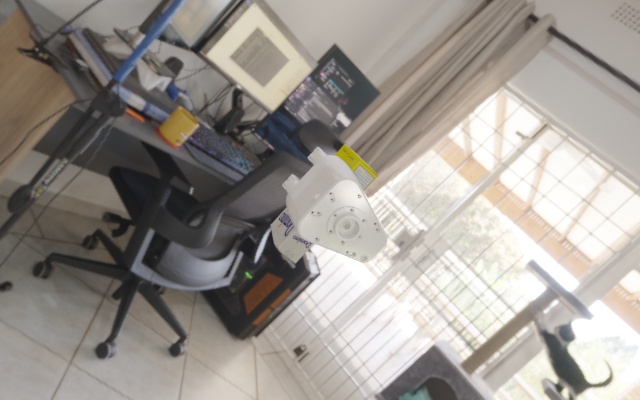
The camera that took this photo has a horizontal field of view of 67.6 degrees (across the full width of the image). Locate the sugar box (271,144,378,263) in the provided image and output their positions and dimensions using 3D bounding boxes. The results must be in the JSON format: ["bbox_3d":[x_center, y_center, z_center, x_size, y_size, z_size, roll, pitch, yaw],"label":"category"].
[{"bbox_3d":[0.000,0.002,0.712,0.048,0.176,0.093,43,7,-21],"label":"sugar box"}]
